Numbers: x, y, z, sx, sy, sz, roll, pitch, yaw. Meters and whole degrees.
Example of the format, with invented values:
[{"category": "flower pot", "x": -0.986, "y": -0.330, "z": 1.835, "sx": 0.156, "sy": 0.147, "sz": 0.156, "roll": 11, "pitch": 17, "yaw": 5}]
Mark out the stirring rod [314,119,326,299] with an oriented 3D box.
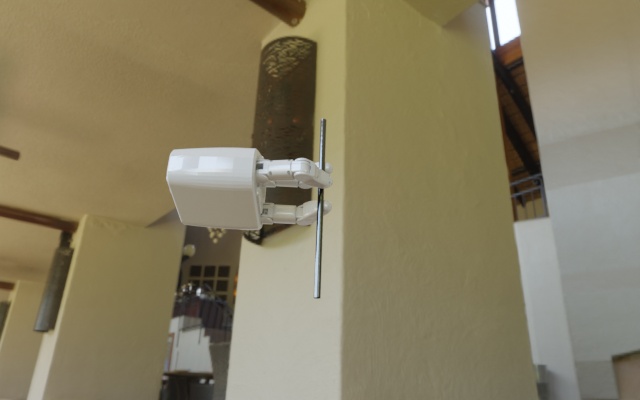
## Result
[{"category": "stirring rod", "x": 0.000, "y": 0.002, "z": 0.597, "sx": 0.011, "sy": 0.239, "sz": 0.011, "roll": 2, "pitch": -23, "yaw": 1}]
